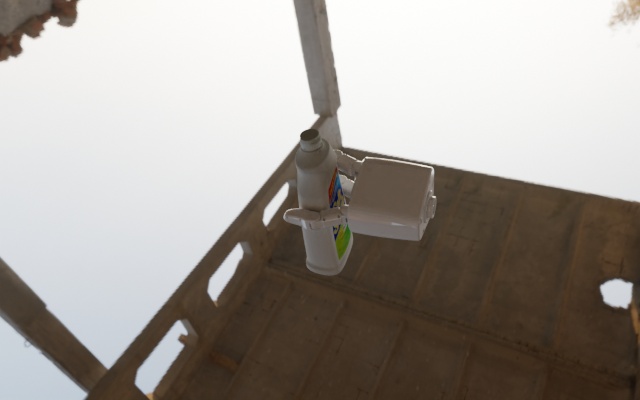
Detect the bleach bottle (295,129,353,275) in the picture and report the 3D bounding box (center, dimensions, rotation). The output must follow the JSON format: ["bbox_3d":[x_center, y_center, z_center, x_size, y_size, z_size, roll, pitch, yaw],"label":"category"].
[{"bbox_3d":[0.000,0.002,0.752,0.068,0.251,0.102,9,47,21],"label":"bleach bottle"}]
